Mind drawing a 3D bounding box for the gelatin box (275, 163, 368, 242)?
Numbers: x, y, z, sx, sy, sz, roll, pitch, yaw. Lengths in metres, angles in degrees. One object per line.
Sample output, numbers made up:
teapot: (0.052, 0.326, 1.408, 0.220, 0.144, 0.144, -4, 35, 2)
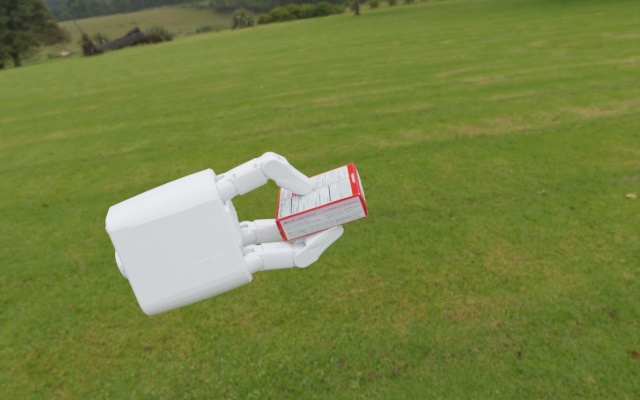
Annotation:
gelatin box: (0.000, 0.001, 0.489, 0.089, 0.030, 0.073, -19, 27, 8)
